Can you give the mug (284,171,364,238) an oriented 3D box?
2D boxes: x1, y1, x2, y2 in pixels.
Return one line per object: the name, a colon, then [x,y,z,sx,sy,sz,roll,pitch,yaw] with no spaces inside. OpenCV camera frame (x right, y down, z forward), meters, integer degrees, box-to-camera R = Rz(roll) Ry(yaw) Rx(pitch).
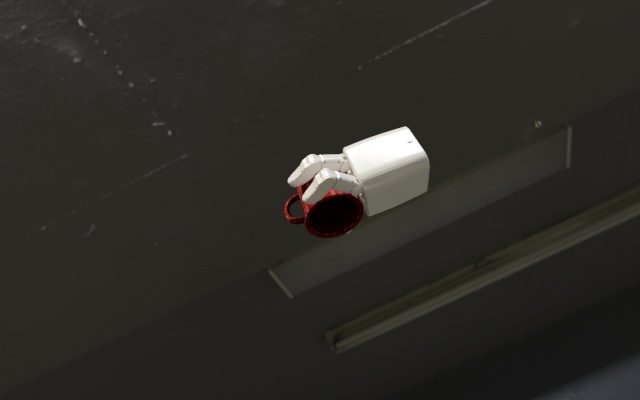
mug: [-0.001,0.003,0.748,0.117,0.081,0.093,-20,-43,-1]
